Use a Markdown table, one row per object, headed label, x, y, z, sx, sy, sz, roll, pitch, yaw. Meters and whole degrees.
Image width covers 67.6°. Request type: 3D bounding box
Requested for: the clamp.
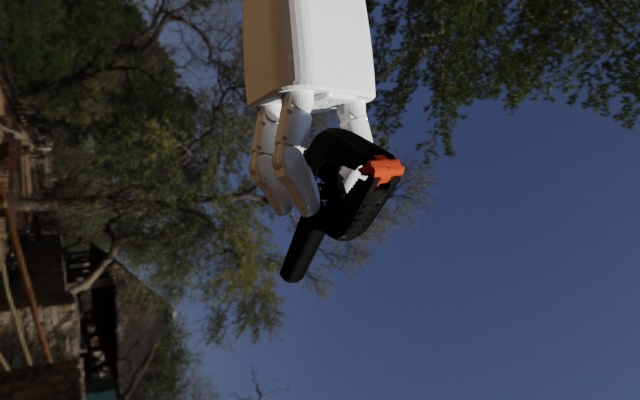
| label | x | y | z | sx | sy | sz | roll | pitch | yaw |
| --- | --- | --- | --- | --- | --- | --- | --- | --- | --- |
| clamp | 0.001 | 0.001 | 0.430 | 0.036 | 0.164 | 0.210 | -8 | 2 | -29 |
